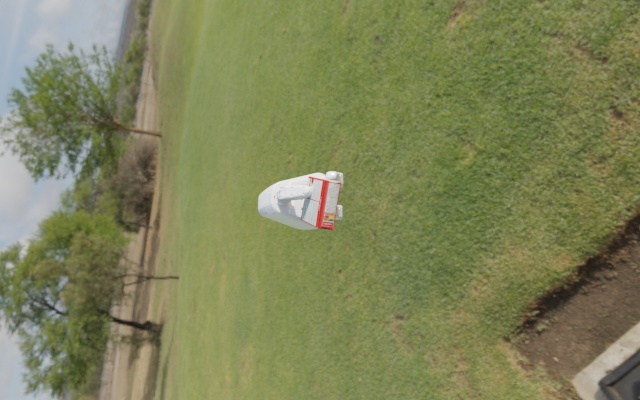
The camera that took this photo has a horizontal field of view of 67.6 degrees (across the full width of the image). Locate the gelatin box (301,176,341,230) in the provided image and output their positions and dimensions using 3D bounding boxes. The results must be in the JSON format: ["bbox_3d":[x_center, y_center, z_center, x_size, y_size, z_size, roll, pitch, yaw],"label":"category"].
[{"bbox_3d":[0.000,0.002,0.741,0.030,0.073,0.089,9,3,-19],"label":"gelatin box"}]
